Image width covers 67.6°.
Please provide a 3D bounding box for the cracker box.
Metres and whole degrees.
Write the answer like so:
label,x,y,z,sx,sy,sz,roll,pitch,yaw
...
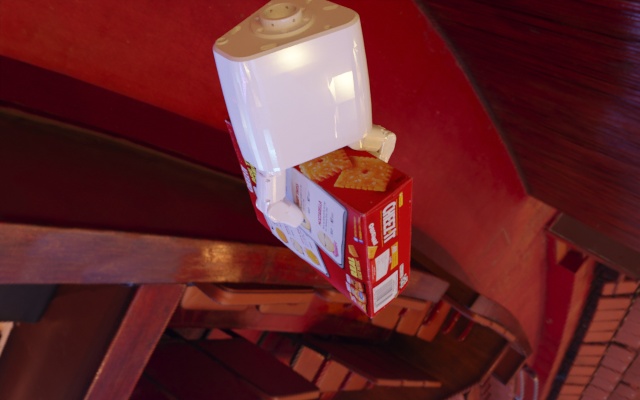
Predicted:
label,x,y,z,sx,sy,sz,roll,pitch,yaw
cracker box,0.000,0.002,0.520,0.072,0.164,0.213,-35,50,-23
